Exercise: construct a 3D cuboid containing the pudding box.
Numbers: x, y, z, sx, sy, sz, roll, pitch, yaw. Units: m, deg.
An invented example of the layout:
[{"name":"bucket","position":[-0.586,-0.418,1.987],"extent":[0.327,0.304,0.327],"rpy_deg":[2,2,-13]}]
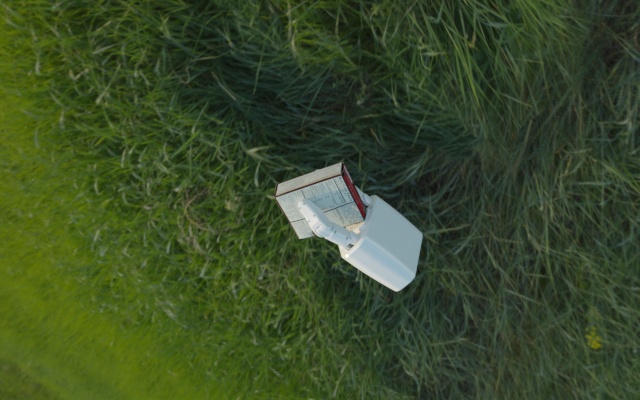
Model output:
[{"name":"pudding box","position":[0.000,0.002,0.707],"extent":[0.113,0.090,0.039],"rpy_deg":[-18,30,16]}]
